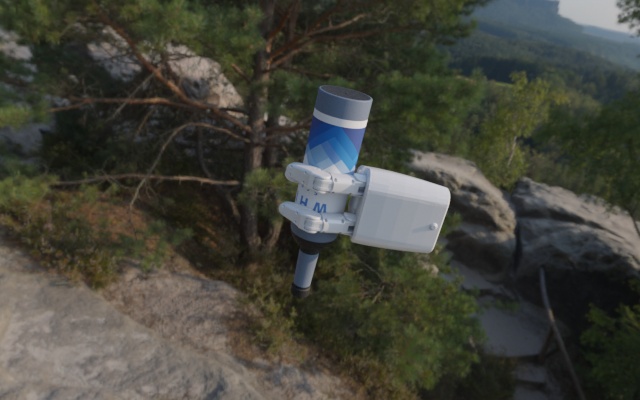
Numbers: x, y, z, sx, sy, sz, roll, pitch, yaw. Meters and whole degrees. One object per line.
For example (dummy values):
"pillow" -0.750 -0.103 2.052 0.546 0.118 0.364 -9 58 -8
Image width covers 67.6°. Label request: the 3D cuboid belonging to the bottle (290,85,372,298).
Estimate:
"bottle" 0.000 0.002 0.633 0.069 0.296 0.069 11 24 -5
